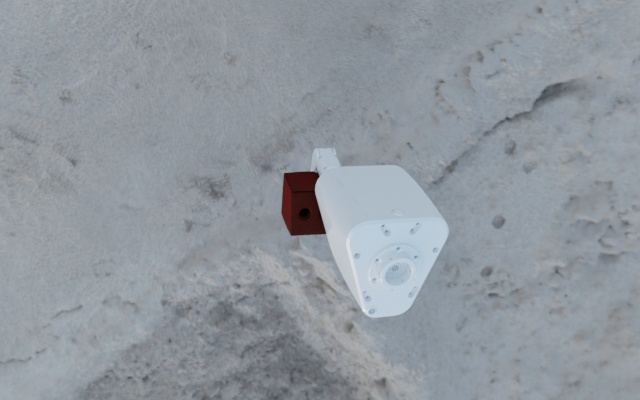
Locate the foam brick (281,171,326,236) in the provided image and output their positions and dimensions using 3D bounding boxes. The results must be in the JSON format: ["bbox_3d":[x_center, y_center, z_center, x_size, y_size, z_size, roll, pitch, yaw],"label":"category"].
[{"bbox_3d":[0.000,0.002,0.518,0.078,0.053,0.051,-3,28,-13],"label":"foam brick"}]
